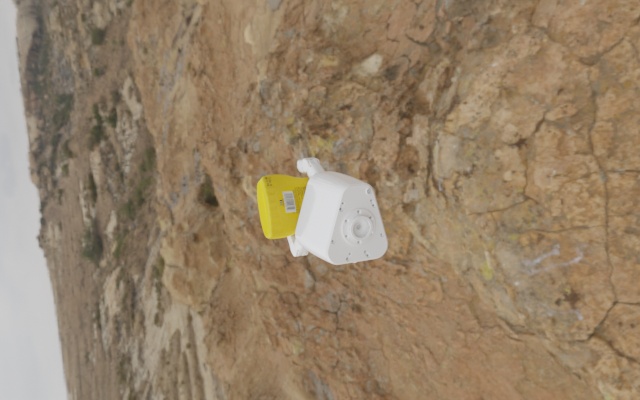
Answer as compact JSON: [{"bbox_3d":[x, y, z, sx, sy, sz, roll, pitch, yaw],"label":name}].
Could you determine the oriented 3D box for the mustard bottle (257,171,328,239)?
[{"bbox_3d":[0.000,0.003,0.760,0.191,0.096,0.058,-6,-13,-22],"label":"mustard bottle"}]
